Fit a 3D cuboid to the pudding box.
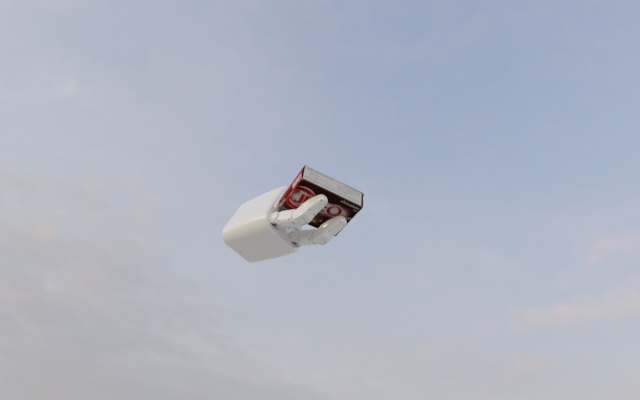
[{"bbox_3d":[0.000,0.002,0.774,0.113,0.039,0.090,23,-44,-17],"label":"pudding box"}]
